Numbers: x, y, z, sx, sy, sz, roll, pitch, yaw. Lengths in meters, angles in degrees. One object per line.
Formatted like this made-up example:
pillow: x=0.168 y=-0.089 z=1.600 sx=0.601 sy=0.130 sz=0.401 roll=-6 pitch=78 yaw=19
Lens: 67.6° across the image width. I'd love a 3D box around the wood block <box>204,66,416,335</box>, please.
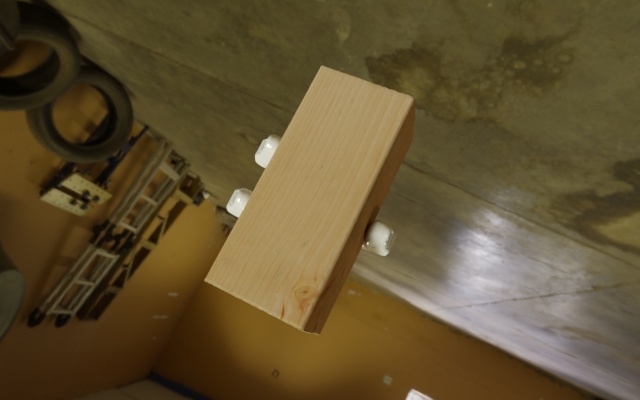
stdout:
wood block: x=0.000 y=0.002 z=0.420 sx=0.091 sy=0.206 sz=0.090 roll=23 pitch=-13 yaw=15
